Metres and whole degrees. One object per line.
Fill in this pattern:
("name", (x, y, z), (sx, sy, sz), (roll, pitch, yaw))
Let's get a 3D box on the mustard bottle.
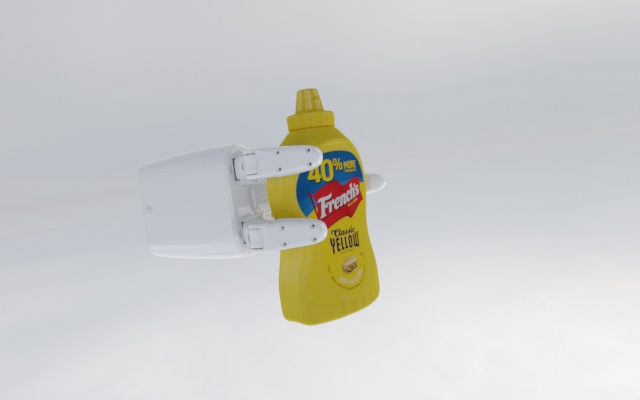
("mustard bottle", (0.000, 0.002, 0.411), (0.096, 0.191, 0.058), (-11, 5, -40))
